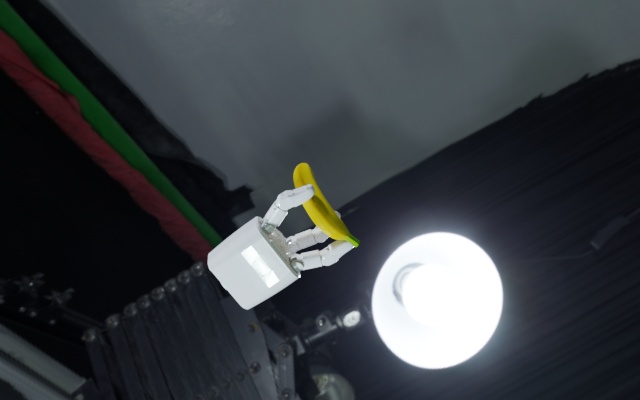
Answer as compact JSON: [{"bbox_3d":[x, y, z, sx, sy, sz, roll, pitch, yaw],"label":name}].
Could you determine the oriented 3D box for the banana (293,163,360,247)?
[{"bbox_3d":[-0.007,-0.002,0.774,0.037,0.197,0.070,-39,-36,11],"label":"banana"}]
